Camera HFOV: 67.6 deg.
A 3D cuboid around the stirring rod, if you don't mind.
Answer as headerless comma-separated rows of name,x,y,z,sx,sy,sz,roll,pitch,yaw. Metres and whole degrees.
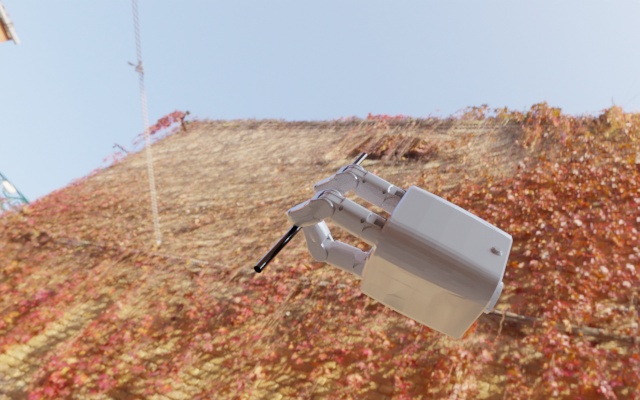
stirring rod,0.000,0.002,0.499,0.011,0.011,0.239,0,29,31
